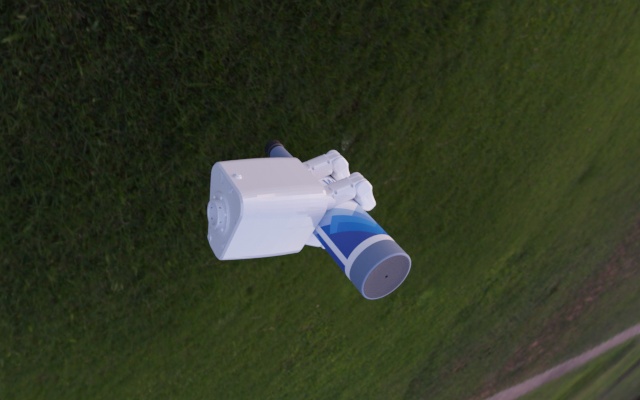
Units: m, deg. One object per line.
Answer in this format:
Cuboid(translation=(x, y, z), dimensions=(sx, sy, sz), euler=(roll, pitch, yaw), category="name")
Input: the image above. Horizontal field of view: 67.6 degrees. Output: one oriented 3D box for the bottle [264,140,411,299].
Cuboid(translation=(0.000, 0.002, 0.619), dimensions=(0.069, 0.069, 0.295), euler=(0, 34, -36), category="bottle")
